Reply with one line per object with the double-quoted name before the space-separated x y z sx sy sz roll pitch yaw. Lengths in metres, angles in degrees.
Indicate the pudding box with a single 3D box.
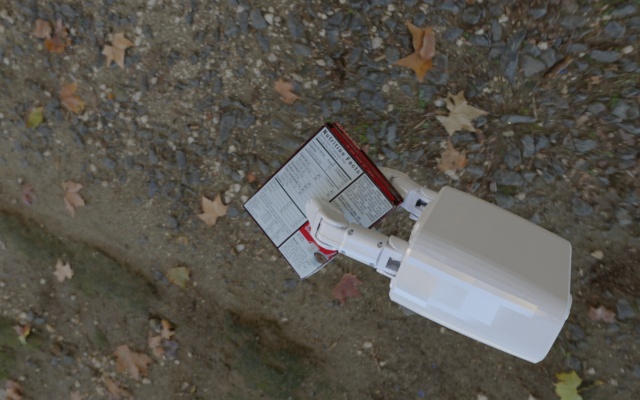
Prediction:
"pudding box" 0.000 0.001 0.410 0.113 0.090 0.039 -41 -6 22
